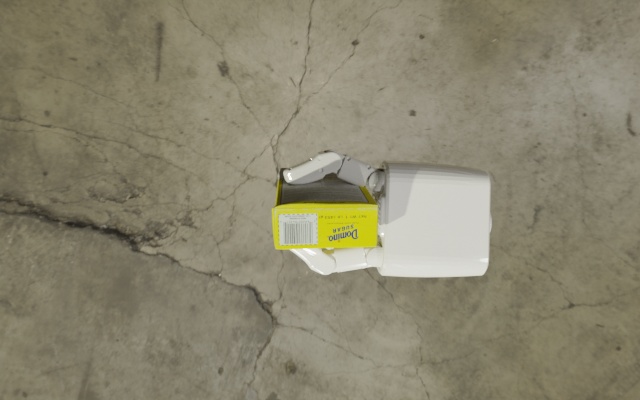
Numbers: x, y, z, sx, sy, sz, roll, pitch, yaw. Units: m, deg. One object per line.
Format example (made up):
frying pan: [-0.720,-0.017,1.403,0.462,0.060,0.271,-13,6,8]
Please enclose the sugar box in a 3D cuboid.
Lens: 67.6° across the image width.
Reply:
sugar box: [0.000,0.002,0.497,0.093,0.048,0.176,0,12,-2]
